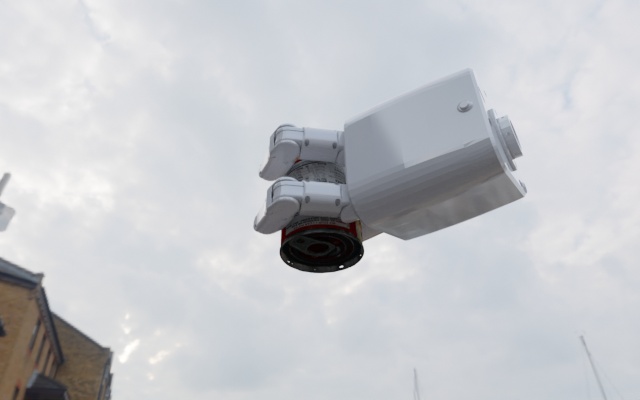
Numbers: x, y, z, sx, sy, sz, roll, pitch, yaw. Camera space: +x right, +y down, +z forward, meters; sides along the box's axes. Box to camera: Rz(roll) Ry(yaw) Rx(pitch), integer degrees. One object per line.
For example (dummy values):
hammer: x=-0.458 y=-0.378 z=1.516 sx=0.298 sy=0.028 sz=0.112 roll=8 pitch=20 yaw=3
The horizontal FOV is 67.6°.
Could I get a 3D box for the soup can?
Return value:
soup can: x=0.000 y=0.001 z=0.409 sx=0.068 sy=0.102 sz=0.069 roll=-1 pitch=-35 yaw=-1
